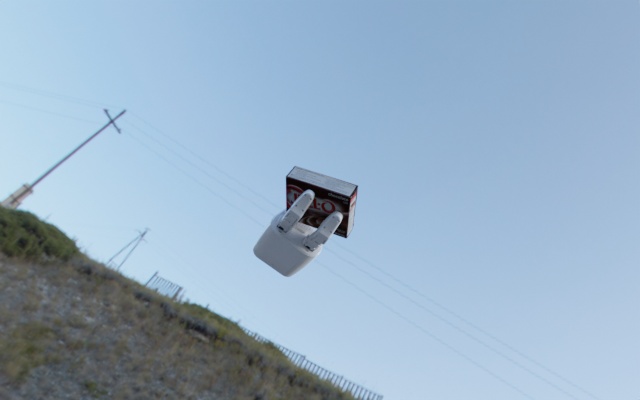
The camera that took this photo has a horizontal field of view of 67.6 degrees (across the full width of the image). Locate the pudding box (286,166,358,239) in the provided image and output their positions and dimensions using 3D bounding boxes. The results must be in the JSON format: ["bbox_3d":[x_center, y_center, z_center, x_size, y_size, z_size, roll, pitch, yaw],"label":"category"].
[{"bbox_3d":[0.000,0.002,0.763,0.113,0.090,0.039,16,45,15],"label":"pudding box"}]
